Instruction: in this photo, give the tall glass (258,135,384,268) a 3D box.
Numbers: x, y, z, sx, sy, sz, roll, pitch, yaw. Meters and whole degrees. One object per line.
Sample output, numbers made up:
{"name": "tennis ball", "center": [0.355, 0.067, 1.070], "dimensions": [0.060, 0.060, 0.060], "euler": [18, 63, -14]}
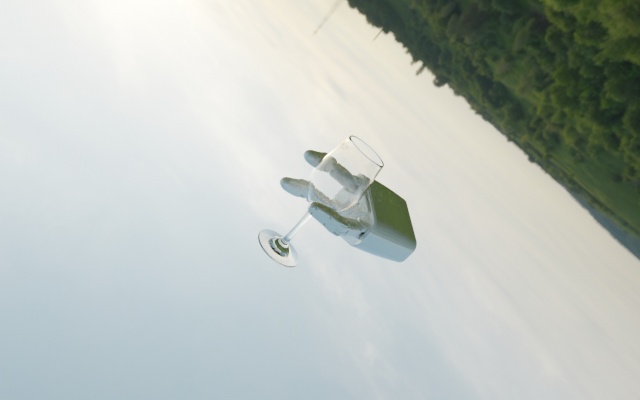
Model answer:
{"name": "tall glass", "center": [0.000, 0.003, 0.675], "dimensions": [0.201, 0.079, 0.079], "euler": [-48, -22, 21]}
